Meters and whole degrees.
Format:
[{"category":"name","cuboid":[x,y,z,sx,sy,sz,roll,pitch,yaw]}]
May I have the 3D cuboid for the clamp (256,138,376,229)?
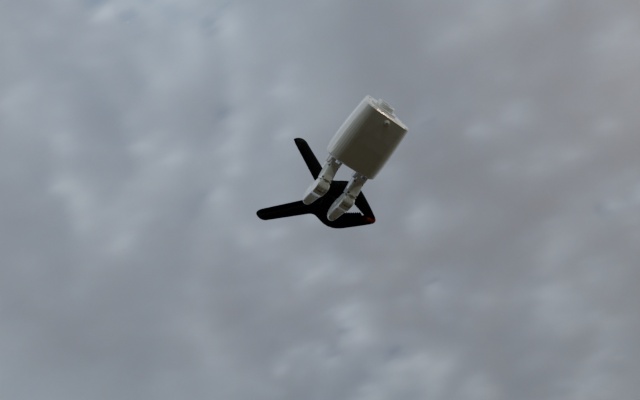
[{"category":"clamp","cuboid":[0.001,0.002,0.855,0.210,0.164,0.036,29,21,-21]}]
